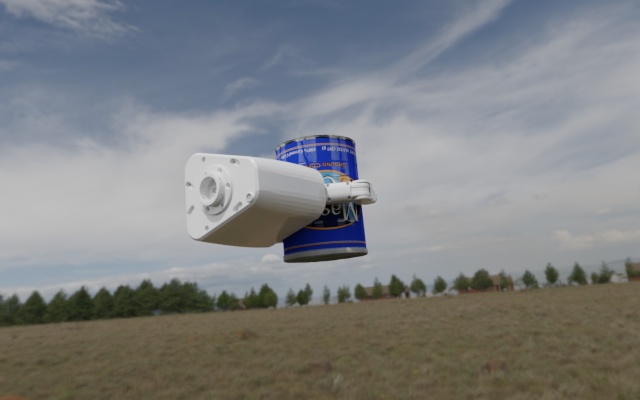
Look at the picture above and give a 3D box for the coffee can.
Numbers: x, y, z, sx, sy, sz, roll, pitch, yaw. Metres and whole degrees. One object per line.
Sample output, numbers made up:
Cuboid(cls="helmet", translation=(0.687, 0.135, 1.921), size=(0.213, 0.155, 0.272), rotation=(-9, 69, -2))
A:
Cuboid(cls="coffee can", translation=(0.000, 0.002, 0.590), size=(0.103, 0.140, 0.103), rotation=(-5, -11, -1))
